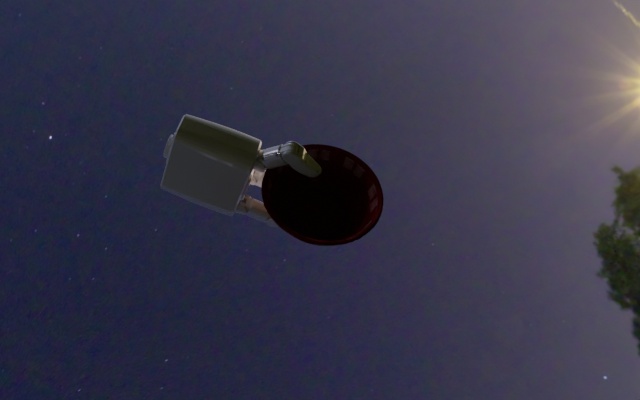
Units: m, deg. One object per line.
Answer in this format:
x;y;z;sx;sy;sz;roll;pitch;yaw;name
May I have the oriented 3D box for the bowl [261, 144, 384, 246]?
0.001;0.003;0.642;0.162;0.162;0.055;0;-35;-10;bowl
